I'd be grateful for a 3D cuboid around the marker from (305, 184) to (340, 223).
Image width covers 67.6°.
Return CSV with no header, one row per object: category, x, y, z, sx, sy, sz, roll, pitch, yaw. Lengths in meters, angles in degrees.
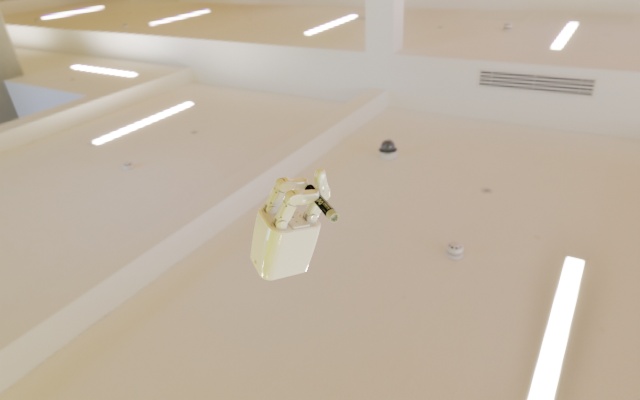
marker,0.000,0.003,0.840,0.020,0.020,0.121,0,26,-26
